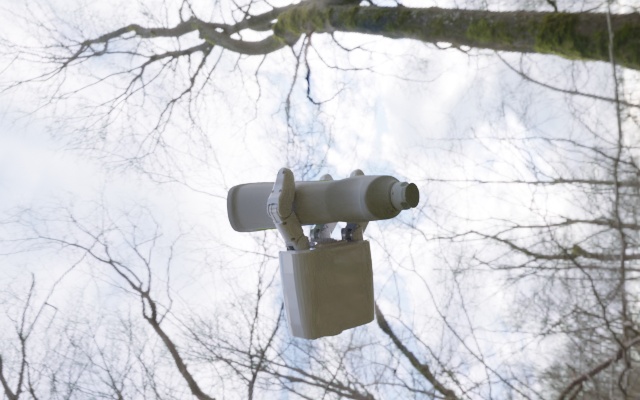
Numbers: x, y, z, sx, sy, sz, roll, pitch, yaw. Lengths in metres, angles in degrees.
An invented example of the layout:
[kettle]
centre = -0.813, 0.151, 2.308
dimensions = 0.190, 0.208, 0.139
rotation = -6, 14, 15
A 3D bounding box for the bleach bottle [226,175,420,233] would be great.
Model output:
[bleach bottle]
centre = 0.000, 0.002, 0.583
dimensions = 0.251, 0.068, 0.102
rotation = -4, 2, 43
